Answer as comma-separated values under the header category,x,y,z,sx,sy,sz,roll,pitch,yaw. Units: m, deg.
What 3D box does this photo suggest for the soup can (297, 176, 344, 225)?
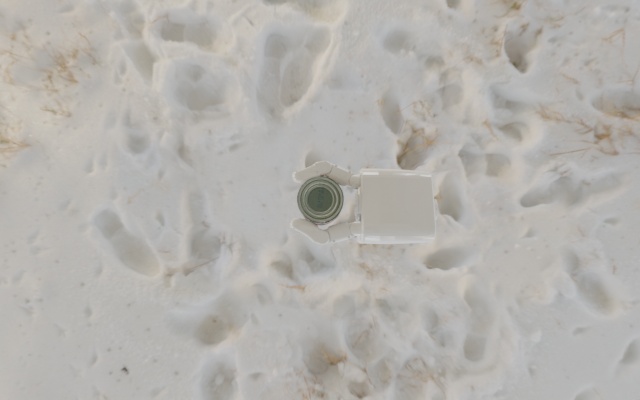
category,x,y,z,sx,sy,sz,roll,pitch,yaw
soup can,0.000,0.002,0.716,0.068,0.068,0.102,0,-4,0
